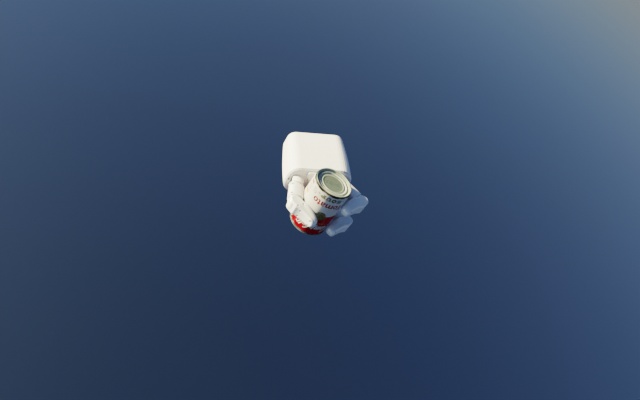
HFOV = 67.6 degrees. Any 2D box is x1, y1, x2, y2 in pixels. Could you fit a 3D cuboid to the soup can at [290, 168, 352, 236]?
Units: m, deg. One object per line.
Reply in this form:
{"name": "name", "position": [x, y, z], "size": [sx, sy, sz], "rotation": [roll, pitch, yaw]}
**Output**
{"name": "soup can", "position": [0.000, 0.003, 0.806], "size": [0.068, 0.068, 0.102], "rotation": [0, -39, -35]}
